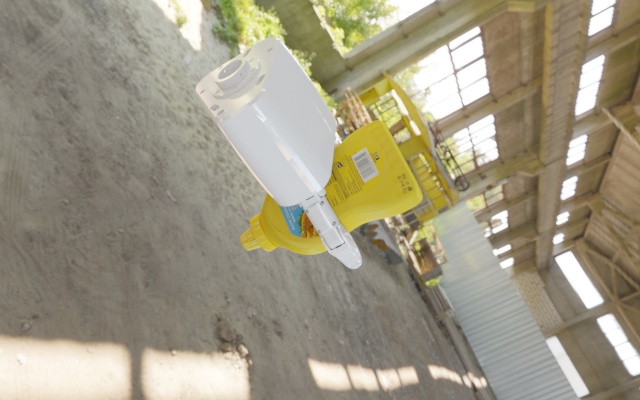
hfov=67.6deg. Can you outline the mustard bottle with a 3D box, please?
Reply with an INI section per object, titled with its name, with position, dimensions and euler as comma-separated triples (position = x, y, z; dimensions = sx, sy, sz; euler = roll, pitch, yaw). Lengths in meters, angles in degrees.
[mustard bottle]
position = 0.000, 0.002, 0.495
dimensions = 0.191, 0.096, 0.058
euler = -28, -27, 11
